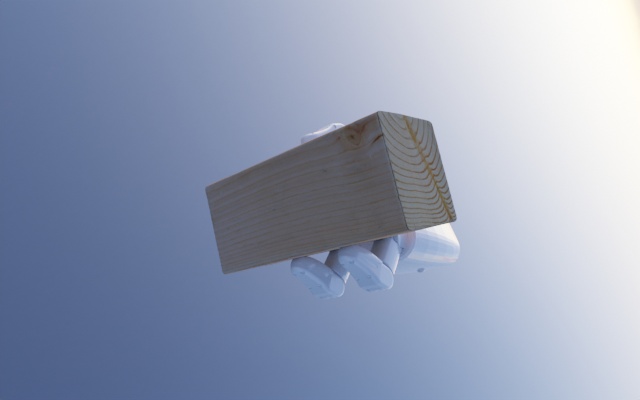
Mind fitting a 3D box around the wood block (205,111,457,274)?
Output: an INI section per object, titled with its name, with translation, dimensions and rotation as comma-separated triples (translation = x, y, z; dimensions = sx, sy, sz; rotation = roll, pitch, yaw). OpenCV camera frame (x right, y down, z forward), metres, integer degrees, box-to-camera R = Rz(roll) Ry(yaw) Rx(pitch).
[wood block]
translation = 0.000, 0.001, 0.432
dimensions = 0.206, 0.091, 0.090
rotation = -18, -9, 38
